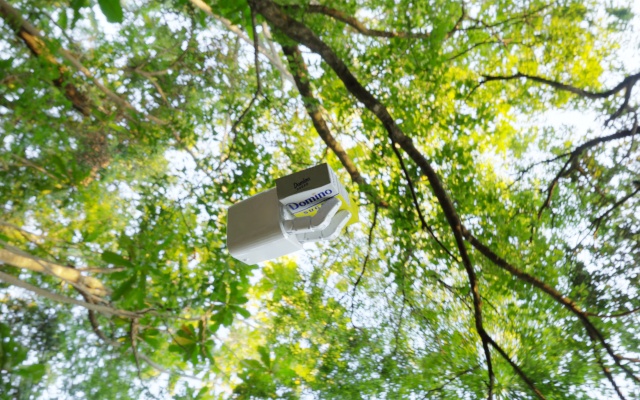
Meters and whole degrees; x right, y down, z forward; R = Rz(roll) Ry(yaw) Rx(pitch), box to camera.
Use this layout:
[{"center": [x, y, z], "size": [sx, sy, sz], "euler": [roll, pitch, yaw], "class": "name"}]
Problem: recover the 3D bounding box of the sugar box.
[{"center": [0.000, 0.003, 0.820], "size": [0.093, 0.048, 0.176], "euler": [-18, -25, 14], "class": "sugar box"}]
